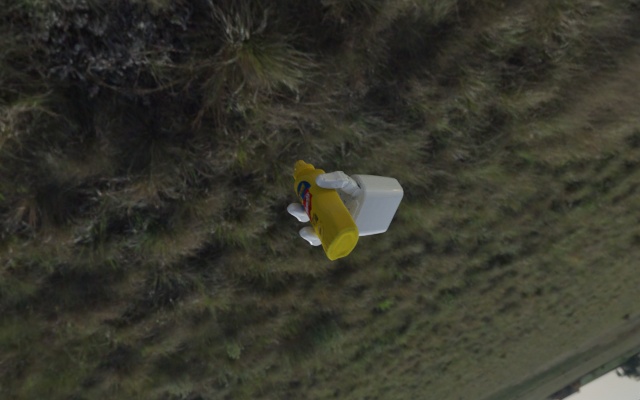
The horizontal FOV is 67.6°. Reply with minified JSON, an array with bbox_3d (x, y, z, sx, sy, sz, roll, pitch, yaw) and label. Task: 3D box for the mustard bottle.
[{"bbox_3d":[0.000,0.003,0.839,0.058,0.191,0.096,-17,-32,-18],"label":"mustard bottle"}]
